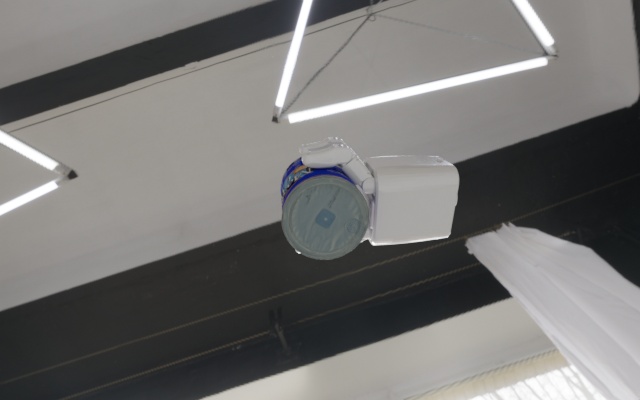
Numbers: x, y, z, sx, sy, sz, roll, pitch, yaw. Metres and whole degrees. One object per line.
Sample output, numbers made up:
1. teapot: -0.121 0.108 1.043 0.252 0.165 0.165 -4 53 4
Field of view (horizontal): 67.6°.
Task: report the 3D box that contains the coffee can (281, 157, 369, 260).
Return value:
1. coffee can: 0.000 0.002 0.619 0.103 0.103 0.140 0 17 -5
